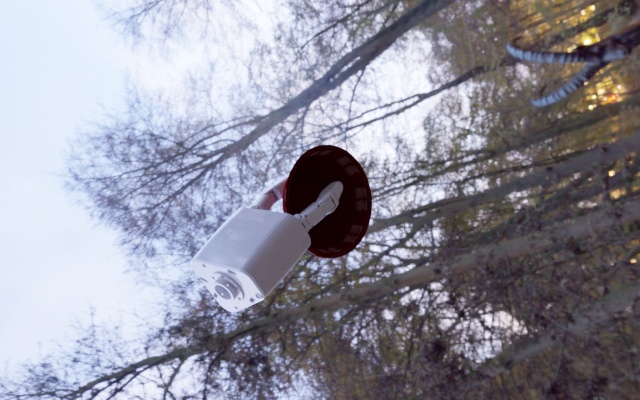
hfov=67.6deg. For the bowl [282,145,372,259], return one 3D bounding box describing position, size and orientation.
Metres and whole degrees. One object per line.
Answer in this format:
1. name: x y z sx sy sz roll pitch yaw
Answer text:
1. bowl: 0.001 0.002 0.695 0.162 0.162 0.055 0 -2 -39
